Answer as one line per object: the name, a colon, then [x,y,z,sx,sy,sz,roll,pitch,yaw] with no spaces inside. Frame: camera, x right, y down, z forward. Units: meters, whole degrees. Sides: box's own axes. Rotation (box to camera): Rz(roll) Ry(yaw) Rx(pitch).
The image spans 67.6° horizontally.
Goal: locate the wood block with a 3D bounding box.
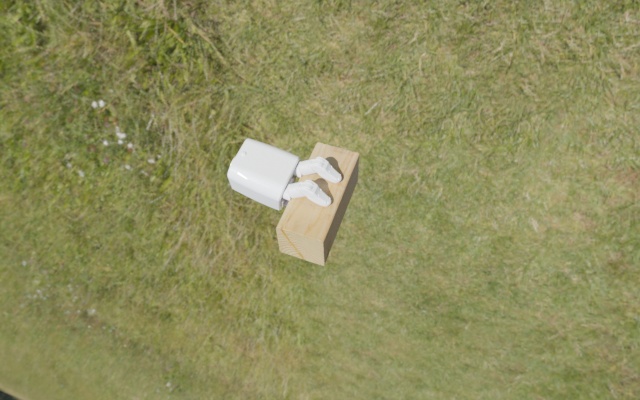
wood block: [0.000,0.003,0.896,0.090,0.206,0.091,16,-32,12]
